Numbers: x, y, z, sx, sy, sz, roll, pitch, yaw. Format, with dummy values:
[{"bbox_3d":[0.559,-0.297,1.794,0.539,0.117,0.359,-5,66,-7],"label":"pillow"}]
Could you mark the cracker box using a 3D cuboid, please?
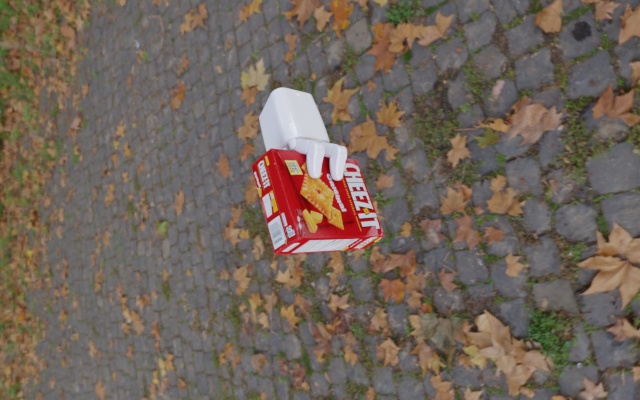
[{"bbox_3d":[0.000,0.003,0.832,0.214,0.164,0.072,2,-27,-44],"label":"cracker box"}]
